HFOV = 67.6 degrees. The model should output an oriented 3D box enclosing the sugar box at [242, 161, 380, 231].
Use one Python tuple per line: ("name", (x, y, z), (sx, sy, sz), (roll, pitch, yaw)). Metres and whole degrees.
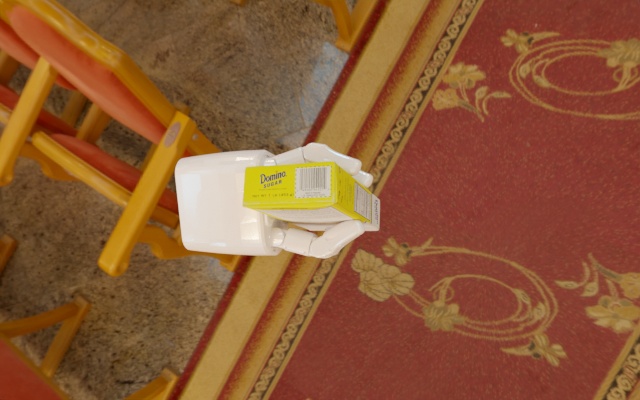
("sugar box", (0.000, 0.001, 0.511), (0.093, 0.048, 0.176), (-1, -9, 19))
